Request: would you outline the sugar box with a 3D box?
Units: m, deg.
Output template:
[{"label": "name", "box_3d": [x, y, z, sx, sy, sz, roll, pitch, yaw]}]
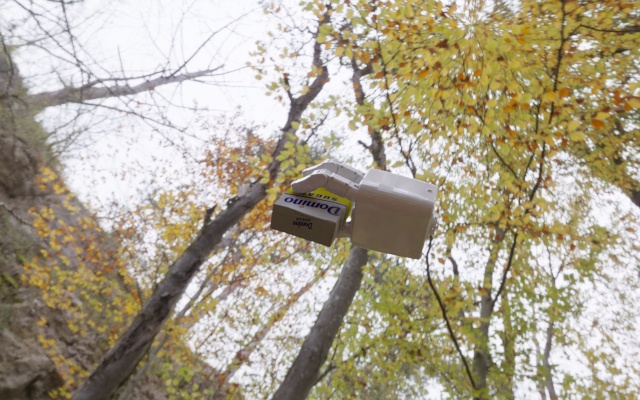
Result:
[{"label": "sugar box", "box_3d": [0.000, 0.002, 0.723, 0.093, 0.048, 0.176, 17, 23, 11]}]
